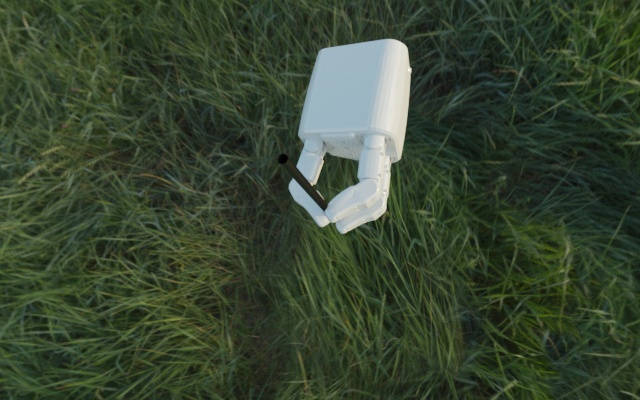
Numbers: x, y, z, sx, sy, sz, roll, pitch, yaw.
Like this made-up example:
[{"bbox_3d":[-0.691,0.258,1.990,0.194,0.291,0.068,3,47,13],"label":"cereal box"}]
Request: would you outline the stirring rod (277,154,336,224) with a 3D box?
[{"bbox_3d":[0.000,0.001,0.457,0.011,0.011,0.239,0,-15,14],"label":"stirring rod"}]
